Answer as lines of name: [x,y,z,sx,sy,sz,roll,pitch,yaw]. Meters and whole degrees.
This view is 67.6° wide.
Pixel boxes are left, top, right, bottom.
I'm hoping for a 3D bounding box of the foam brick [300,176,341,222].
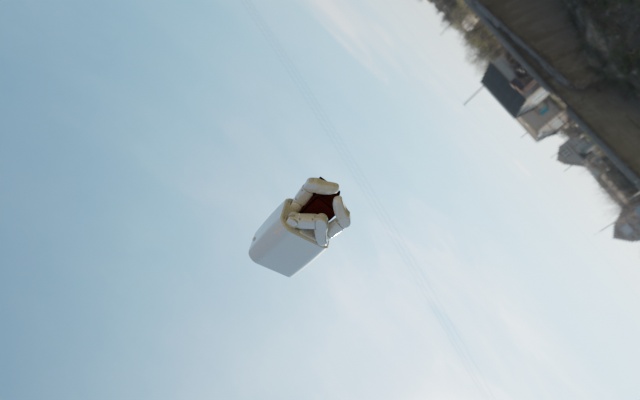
foam brick: [0.000,0.003,0.889,0.053,0.051,0.078,38,27,-16]
